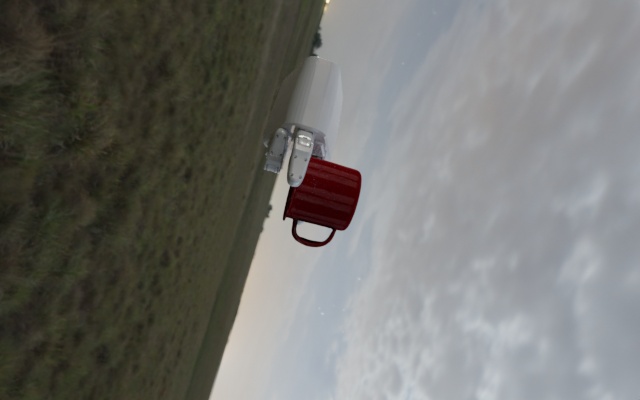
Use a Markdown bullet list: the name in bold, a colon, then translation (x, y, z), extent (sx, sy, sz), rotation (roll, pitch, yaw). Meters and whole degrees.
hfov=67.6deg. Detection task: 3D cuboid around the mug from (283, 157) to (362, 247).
- **mug**: translation (0.000, 0.003, 0.604), extent (0.081, 0.117, 0.093), rotation (15, -16, -7)
